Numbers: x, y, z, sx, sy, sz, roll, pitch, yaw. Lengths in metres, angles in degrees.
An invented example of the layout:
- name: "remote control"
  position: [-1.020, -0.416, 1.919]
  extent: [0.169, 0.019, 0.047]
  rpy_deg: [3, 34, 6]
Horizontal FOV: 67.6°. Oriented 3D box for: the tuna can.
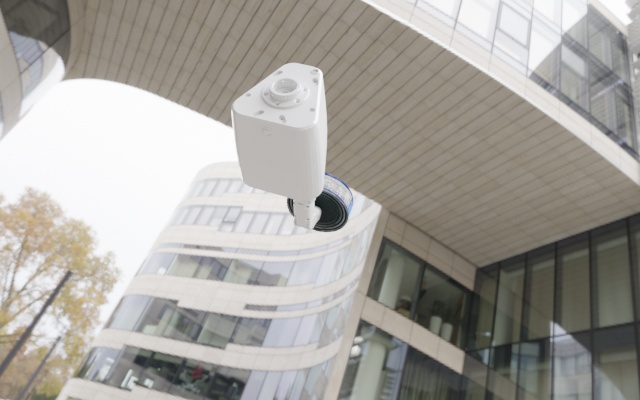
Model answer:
- name: "tuna can"
  position: [0.000, 0.002, 0.642]
  extent: [0.086, 0.033, 0.086]
  rpy_deg: [13, -41, 12]
